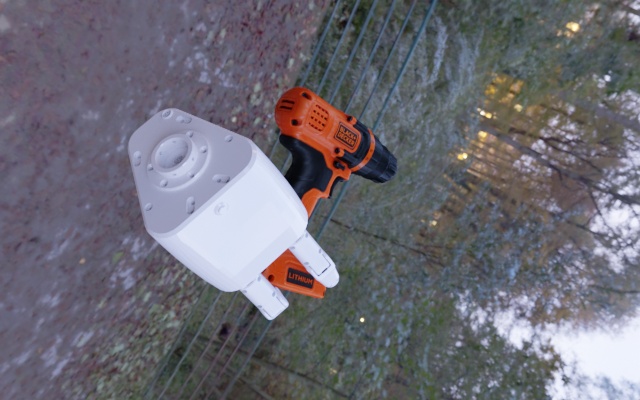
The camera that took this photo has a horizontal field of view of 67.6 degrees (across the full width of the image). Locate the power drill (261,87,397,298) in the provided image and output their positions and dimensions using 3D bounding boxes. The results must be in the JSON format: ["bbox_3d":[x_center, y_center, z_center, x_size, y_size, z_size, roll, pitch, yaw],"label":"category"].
[{"bbox_3d":[0.000,0.002,0.495,0.057,0.187,0.184,16,-7,44],"label":"power drill"}]
